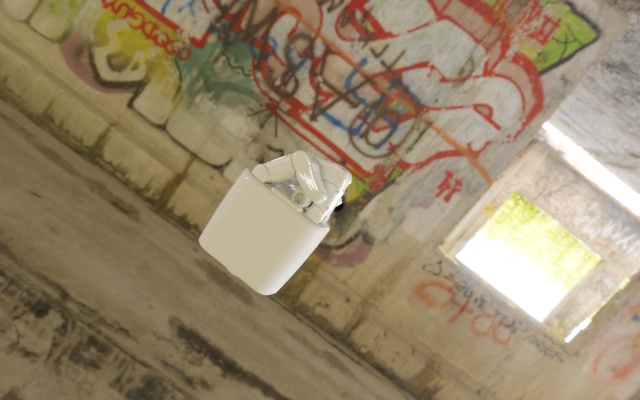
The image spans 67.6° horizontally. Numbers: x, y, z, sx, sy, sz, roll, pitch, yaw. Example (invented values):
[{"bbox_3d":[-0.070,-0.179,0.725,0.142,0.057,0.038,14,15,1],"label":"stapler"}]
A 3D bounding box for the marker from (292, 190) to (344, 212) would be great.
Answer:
[{"bbox_3d":[0.000,0.002,0.578,0.020,0.020,0.121,0,-4,23],"label":"marker"}]
